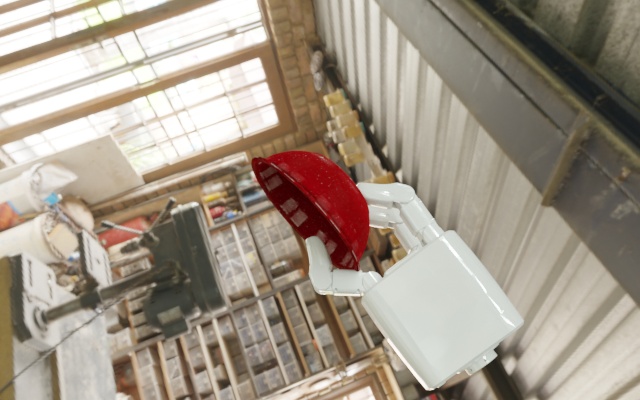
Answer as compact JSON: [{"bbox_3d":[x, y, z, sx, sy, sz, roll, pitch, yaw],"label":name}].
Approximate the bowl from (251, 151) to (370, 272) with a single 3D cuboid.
[{"bbox_3d":[-0.001,0.000,0.505,0.055,0.162,0.162,-43,13,-15],"label":"bowl"}]
